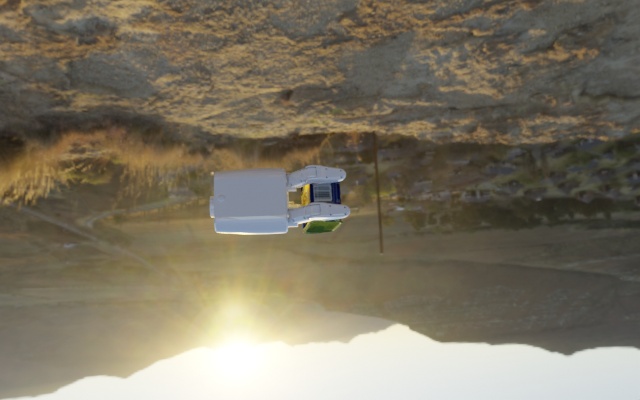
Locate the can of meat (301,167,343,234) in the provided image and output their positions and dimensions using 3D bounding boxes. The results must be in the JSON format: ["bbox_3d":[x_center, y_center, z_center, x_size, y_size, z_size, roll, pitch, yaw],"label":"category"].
[{"bbox_3d":[0.000,0.003,0.744,0.057,0.084,0.102,-1,-14,-10],"label":"can of meat"}]
